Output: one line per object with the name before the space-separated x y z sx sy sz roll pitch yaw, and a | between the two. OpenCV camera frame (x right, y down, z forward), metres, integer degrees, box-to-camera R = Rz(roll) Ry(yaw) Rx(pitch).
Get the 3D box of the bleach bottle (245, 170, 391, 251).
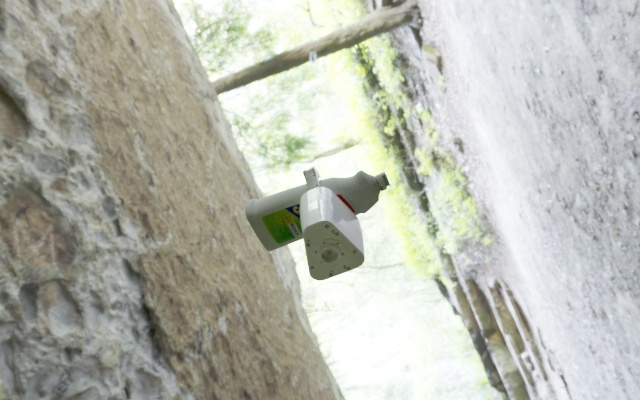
bleach bottle | 0.000 0.003 0.851 0.251 0.103 0.068 -22 28 10
